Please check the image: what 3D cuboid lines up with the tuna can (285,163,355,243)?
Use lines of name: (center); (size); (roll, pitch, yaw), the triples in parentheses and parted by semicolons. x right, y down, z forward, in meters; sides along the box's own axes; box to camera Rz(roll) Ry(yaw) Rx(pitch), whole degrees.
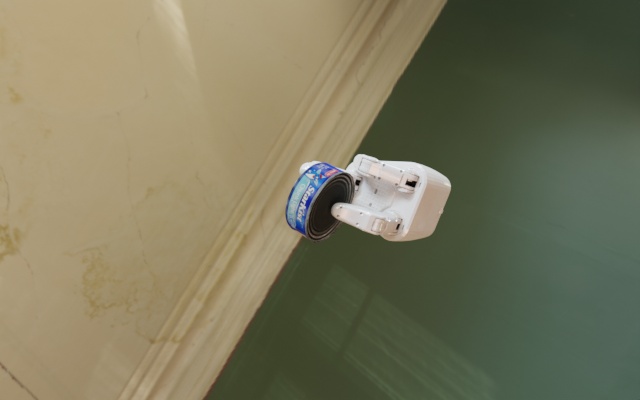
tuna can: (0.000, 0.001, 0.533); (0.033, 0.086, 0.086); (28, 14, 28)
